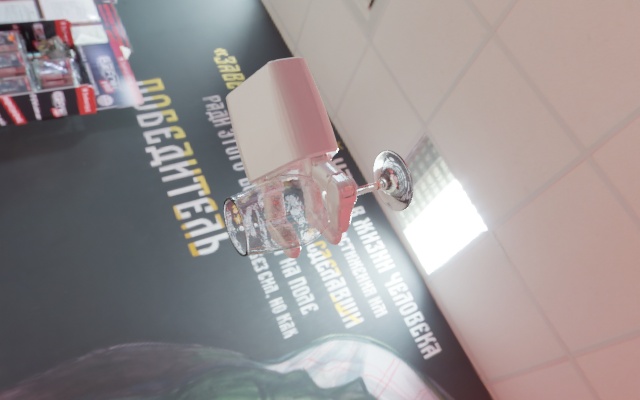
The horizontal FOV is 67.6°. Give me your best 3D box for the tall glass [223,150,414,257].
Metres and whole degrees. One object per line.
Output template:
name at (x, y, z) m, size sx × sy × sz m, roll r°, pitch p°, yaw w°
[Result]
tall glass at (0.001, 0.002, 0.520) m, size 0.201 × 0.079 × 0.079 m, roll -17°, pitch 8°, yaw -27°
